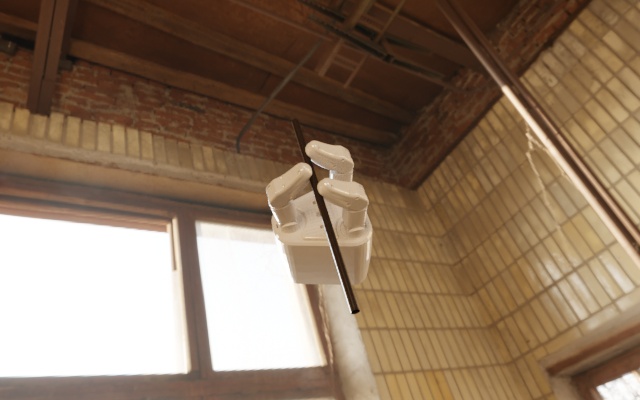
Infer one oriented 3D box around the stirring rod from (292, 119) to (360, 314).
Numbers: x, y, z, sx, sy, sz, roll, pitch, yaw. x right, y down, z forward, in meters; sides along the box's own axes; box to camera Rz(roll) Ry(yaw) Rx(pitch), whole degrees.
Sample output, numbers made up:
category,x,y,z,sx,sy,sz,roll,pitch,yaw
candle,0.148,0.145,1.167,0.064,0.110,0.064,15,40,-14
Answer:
category,x,y,z,sx,sy,sz,roll,pitch,yaw
stirring rod,0.000,0.002,0.470,0.011,0.239,0.011,-11,-38,-9
